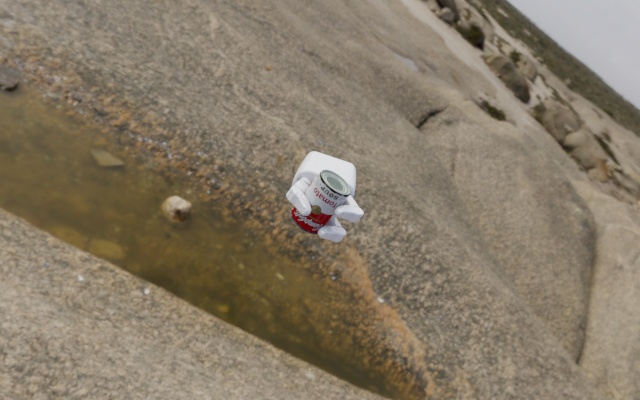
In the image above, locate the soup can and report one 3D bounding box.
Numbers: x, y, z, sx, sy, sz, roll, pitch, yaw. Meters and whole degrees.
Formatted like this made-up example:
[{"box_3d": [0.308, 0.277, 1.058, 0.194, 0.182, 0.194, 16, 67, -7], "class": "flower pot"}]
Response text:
[{"box_3d": [0.000, 0.003, 0.863, 0.068, 0.068, 0.102, 0, -44, -50], "class": "soup can"}]
